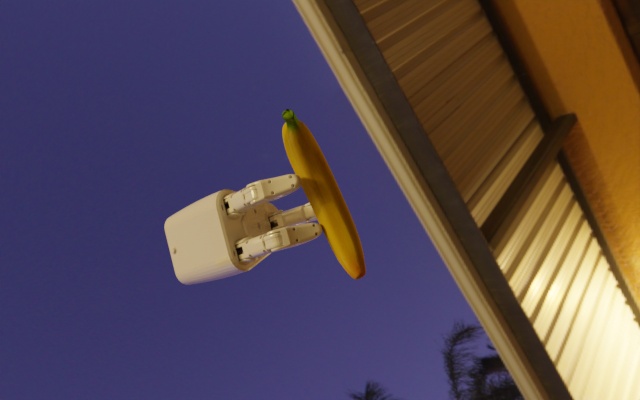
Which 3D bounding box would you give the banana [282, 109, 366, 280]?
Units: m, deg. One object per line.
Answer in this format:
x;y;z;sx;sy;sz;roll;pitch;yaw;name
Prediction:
0.001;-0.007;0.523;0.037;0.198;0.069;-23;15;13;banana
